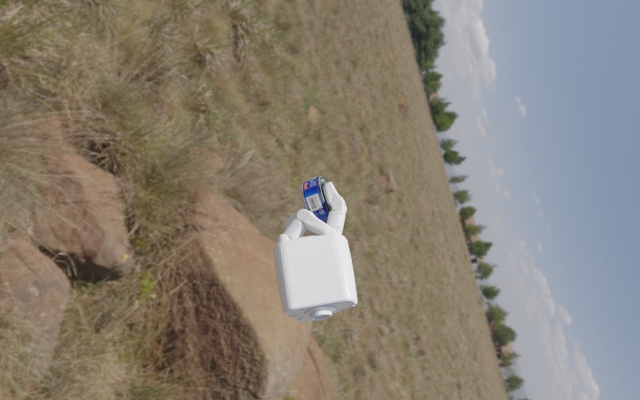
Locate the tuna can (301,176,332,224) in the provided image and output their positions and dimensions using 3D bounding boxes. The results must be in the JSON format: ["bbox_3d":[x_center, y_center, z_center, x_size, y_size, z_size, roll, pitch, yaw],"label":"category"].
[{"bbox_3d":[0.001,0.002,0.813,0.034,0.086,0.086,-21,-5,14],"label":"tuna can"}]
